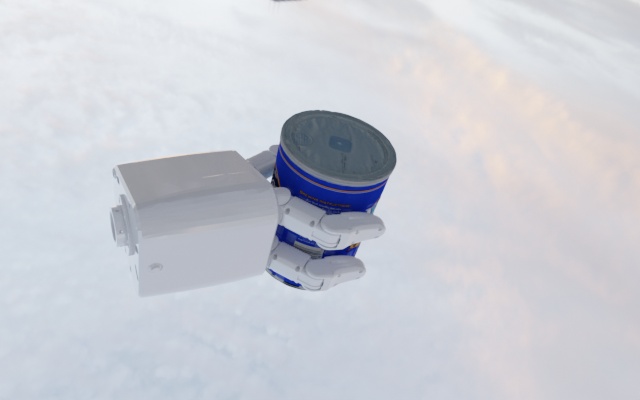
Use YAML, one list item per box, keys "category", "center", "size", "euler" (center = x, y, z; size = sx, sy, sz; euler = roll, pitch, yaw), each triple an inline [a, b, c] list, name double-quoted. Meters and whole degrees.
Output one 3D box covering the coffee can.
- category: "coffee can"
  center: [0.000, 0.001, 0.451]
  size: [0.103, 0.140, 0.102]
  euler: [11, 40, -9]
